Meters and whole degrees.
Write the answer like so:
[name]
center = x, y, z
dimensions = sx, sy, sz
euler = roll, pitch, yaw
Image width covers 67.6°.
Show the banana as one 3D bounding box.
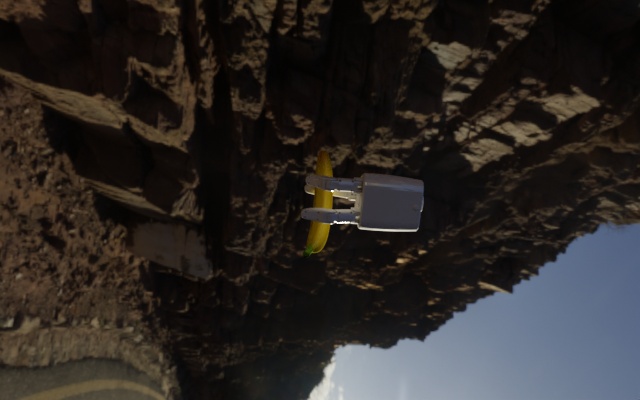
[banana]
center = 0.002, 0.010, 0.872
dimensions = 0.037, 0.197, 0.070
euler = 6, -12, 7
